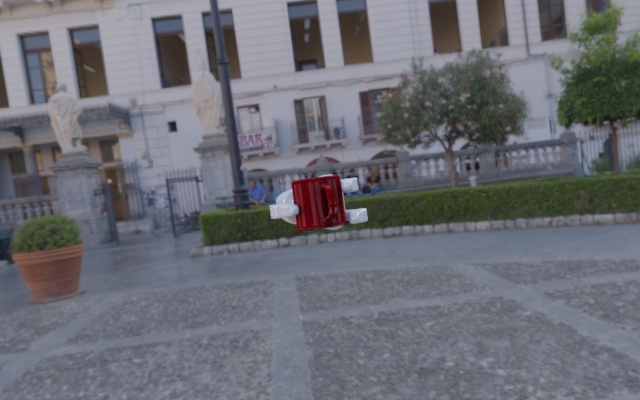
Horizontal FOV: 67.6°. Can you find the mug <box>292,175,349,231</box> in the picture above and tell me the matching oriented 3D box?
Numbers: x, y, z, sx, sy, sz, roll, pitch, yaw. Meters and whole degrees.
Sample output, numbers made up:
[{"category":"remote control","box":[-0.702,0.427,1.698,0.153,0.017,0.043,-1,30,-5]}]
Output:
[{"category":"mug","box":[0.000,0.002,0.775,0.093,0.081,0.117,-8,2,-15]}]
